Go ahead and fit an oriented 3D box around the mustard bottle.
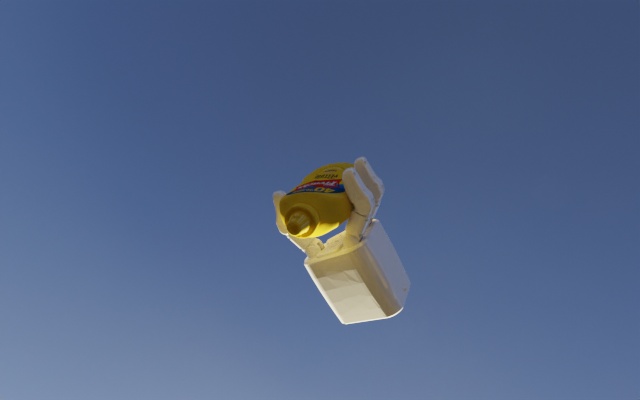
[{"bbox_3d":[0.000,0.002,0.621,0.096,0.058,0.191,0,19,20],"label":"mustard bottle"}]
